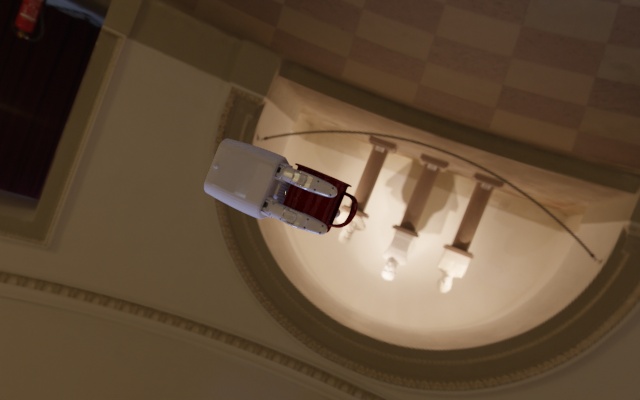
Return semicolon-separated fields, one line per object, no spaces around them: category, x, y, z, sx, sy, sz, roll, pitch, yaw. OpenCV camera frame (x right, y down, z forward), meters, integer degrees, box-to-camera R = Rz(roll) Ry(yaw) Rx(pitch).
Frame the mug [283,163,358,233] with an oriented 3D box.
mug;0.001;0.003;0.718;0.117;0.081;0.093;23;2;21
